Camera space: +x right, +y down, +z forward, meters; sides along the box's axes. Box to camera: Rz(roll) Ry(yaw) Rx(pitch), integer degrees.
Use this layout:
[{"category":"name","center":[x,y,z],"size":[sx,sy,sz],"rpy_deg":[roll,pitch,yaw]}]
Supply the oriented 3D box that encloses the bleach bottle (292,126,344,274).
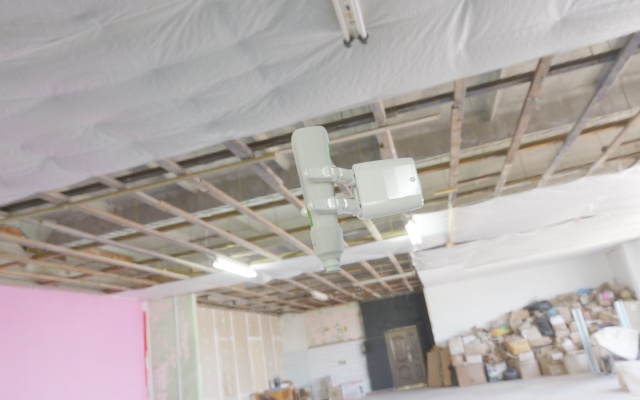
[{"category":"bleach bottle","center":[0.000,0.003,0.835],"size":[0.068,0.250,0.103],"rpy_deg":[-9,-17,-2]}]
